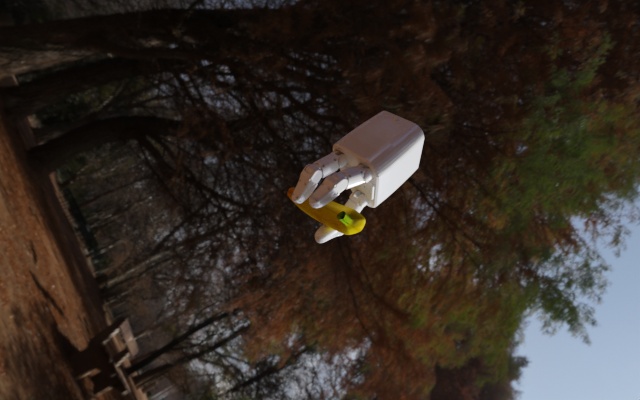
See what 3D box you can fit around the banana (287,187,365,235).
[{"bbox_3d":[0.014,0.015,0.700,0.070,0.037,0.197,45,-11,-25],"label":"banana"}]
